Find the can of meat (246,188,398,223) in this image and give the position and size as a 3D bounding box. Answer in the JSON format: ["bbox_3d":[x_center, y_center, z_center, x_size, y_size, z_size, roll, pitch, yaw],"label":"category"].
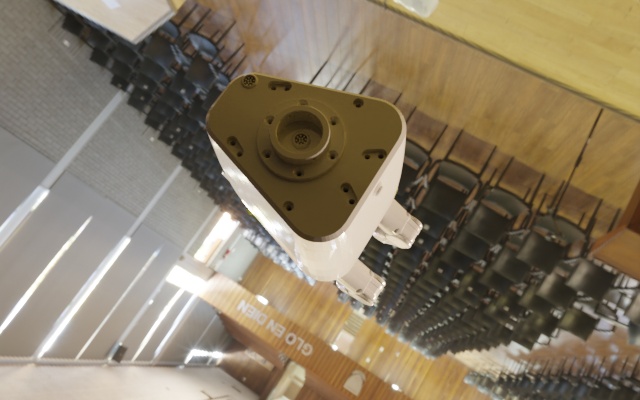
[{"bbox_3d":[0.000,0.002,0.408,0.102,0.084,0.057,31,-14,9],"label":"can of meat"}]
